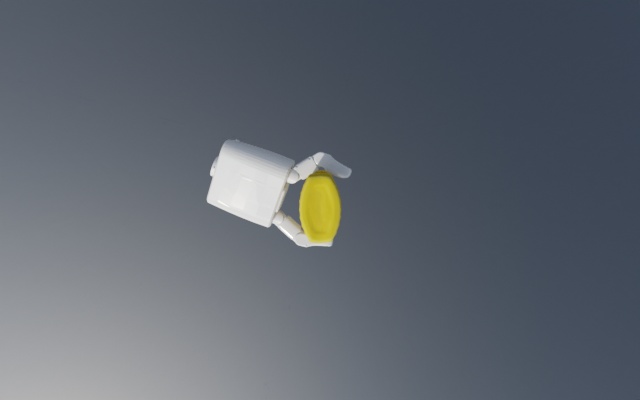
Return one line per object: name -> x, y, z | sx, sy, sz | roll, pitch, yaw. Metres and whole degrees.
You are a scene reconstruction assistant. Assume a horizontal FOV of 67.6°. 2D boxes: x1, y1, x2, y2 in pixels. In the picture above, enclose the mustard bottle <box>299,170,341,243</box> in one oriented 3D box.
mustard bottle -> 0.000, 0.003, 0.739 | 0.058, 0.096, 0.191 | -3, 6, 1
